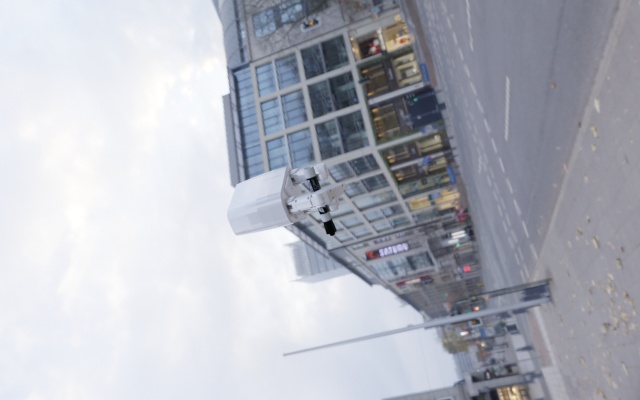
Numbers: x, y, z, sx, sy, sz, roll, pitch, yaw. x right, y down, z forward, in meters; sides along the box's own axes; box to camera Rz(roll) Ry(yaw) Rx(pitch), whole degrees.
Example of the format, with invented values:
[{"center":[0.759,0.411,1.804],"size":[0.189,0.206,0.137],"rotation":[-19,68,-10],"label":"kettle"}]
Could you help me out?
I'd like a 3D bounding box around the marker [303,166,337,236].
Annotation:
[{"center":[0.000,0.003,0.775],"size":[0.020,0.121,0.020],"rotation":[-19,15,5],"label":"marker"}]
